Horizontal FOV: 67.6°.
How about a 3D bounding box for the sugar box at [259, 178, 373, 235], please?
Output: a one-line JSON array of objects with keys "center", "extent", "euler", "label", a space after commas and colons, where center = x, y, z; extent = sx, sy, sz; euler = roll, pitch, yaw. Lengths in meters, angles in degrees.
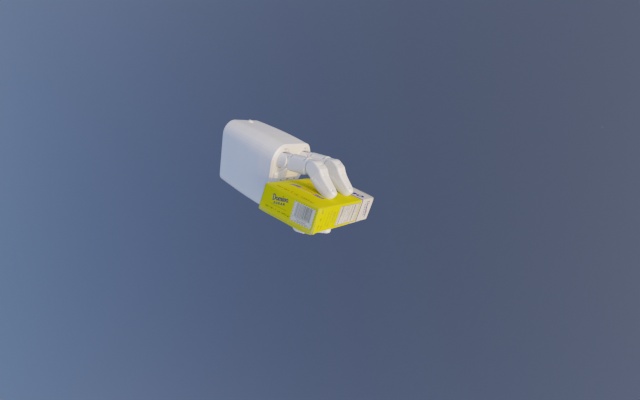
[{"center": [0.000, 0.002, 0.708], "extent": [0.093, 0.048, 0.176], "euler": [26, 20, 24], "label": "sugar box"}]
